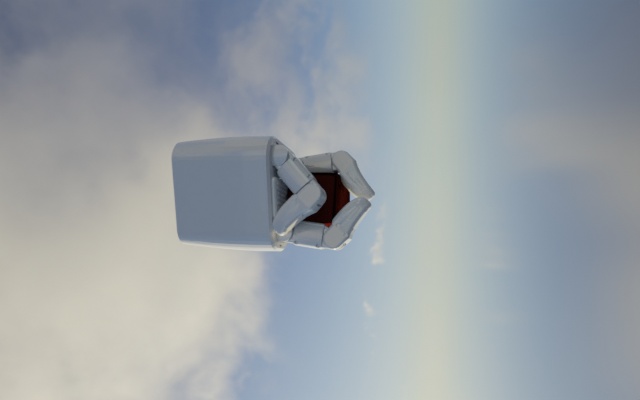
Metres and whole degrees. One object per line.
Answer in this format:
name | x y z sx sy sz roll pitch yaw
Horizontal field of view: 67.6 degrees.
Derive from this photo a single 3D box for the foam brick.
foam brick | 0.000 0.002 0.512 0.051 0.053 0.078 0 -9 14
